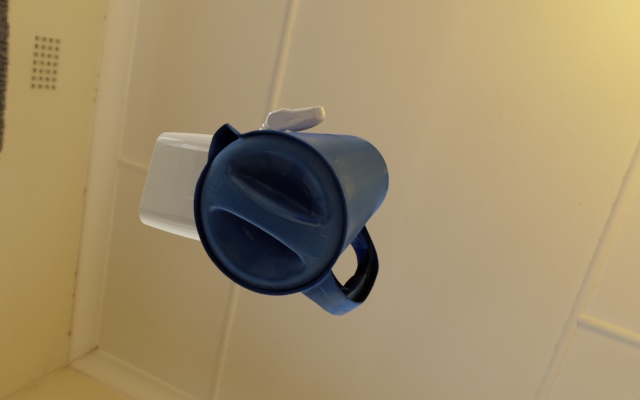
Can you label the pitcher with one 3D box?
[{"bbox_3d":[0.000,0.001,0.479,0.145,0.149,0.243,10,13,18],"label":"pitcher"}]
